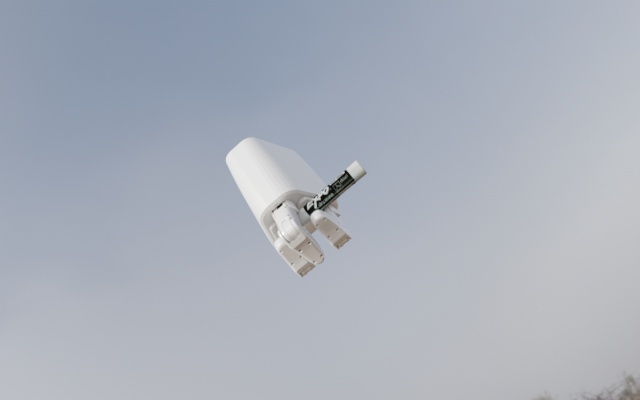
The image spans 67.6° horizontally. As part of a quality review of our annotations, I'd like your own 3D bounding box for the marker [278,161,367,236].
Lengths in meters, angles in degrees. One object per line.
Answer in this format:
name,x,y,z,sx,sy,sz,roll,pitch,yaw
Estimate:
marker,0.000,0.002,0.533,0.121,0.020,0.020,-41,-5,6
